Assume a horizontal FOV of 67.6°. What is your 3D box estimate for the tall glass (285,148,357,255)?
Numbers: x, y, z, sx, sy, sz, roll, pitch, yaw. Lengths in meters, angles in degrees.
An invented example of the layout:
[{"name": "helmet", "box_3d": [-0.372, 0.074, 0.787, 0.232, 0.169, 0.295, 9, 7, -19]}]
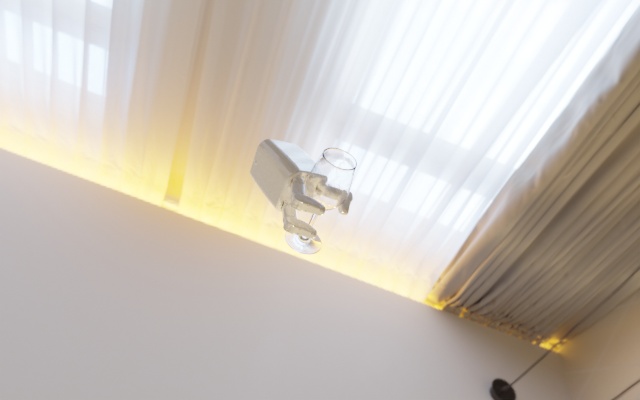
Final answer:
[{"name": "tall glass", "box_3d": [0.000, 0.003, 0.859, 0.079, 0.201, 0.079, 16, 37, -12]}]
